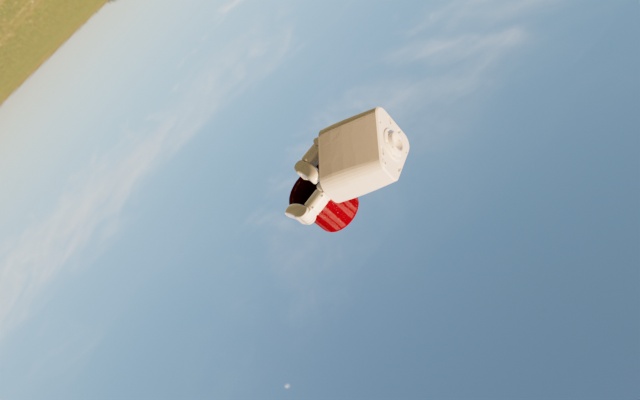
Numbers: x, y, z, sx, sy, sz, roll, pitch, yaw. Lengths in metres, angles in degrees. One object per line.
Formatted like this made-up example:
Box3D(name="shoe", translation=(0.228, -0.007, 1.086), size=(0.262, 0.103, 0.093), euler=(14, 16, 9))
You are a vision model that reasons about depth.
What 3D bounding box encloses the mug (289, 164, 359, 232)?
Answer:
Box3D(name="mug", translation=(-0.001, 0.003, 0.793), size=(0.117, 0.093, 0.081), euler=(-18, -44, 38))
